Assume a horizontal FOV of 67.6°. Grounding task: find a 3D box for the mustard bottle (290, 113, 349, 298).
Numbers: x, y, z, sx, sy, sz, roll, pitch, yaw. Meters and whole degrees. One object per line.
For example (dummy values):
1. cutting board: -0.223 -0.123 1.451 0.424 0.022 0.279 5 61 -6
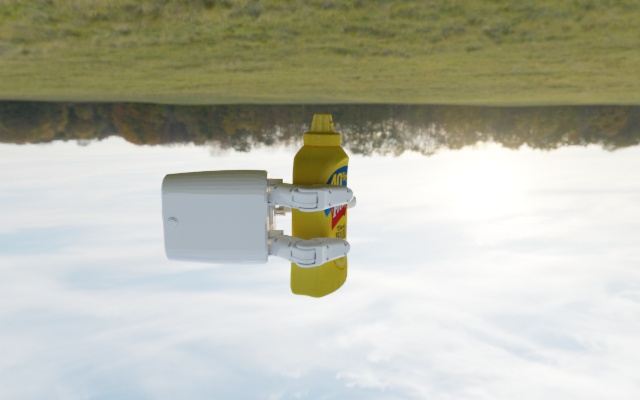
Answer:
1. mustard bottle: 0.000 0.002 0.525 0.058 0.192 0.096 5 12 22
